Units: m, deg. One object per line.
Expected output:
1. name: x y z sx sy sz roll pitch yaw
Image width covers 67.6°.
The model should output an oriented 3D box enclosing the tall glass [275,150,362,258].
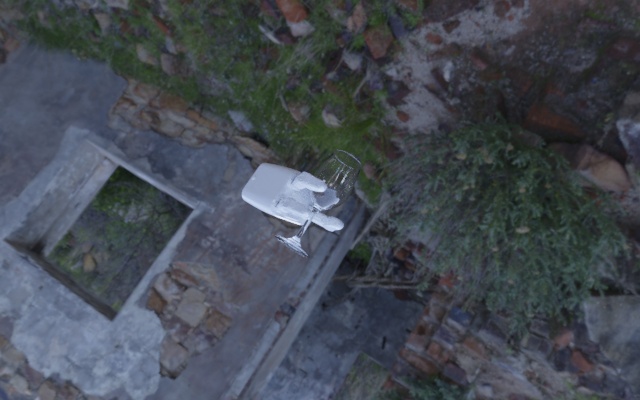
1. tall glass: 0.000 0.004 0.889 0.079 0.201 0.079 31 -14 8
